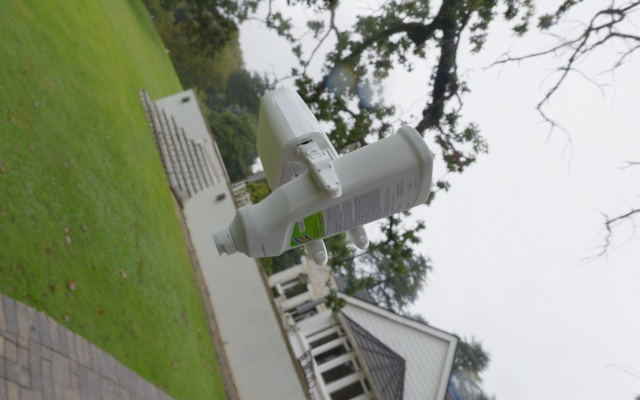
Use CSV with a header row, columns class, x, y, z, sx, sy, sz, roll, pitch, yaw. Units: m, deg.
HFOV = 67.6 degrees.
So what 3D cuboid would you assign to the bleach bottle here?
class,x,y,z,sx,sy,sz,roll,pitch,yaw
bleach bottle,0.000,0.002,0.542,0.251,0.068,0.103,-20,-38,-9
